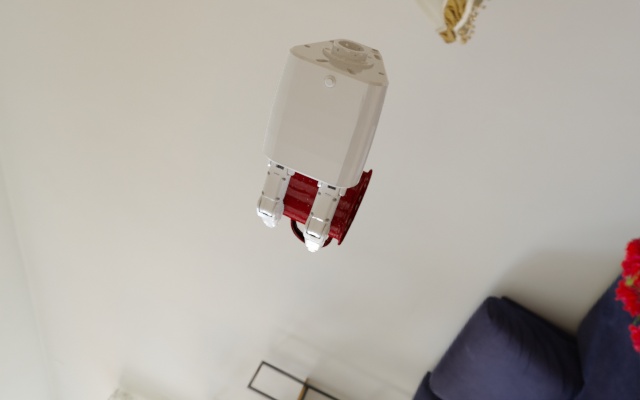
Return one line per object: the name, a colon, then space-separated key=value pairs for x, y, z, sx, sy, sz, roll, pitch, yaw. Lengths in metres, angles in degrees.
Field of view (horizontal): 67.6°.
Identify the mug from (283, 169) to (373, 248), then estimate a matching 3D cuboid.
mug: x=0.000 y=0.003 z=0.544 sx=0.081 sy=0.117 sz=0.093 roll=24 pitch=32 yaw=8
